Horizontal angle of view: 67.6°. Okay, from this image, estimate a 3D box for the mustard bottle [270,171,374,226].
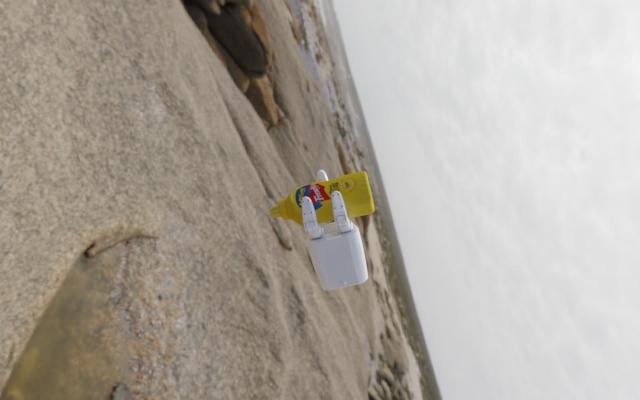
[{"bbox_3d":[0.000,0.003,0.895,0.191,0.058,0.096,-13,41,7],"label":"mustard bottle"}]
